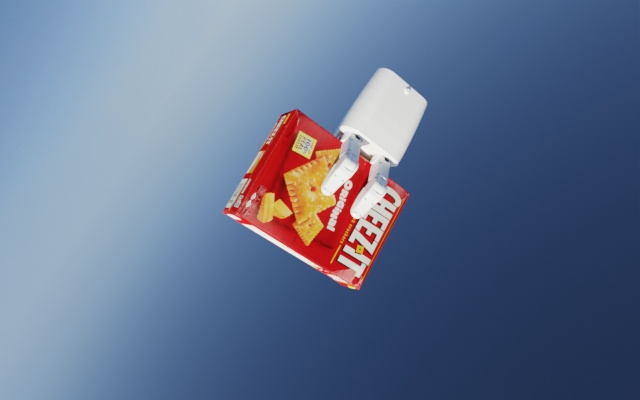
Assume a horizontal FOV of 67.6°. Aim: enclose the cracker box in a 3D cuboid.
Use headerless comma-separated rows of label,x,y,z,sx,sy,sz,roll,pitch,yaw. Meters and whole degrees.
cracker box,0.000,0.002,0.668,0.214,0.164,0.072,34,-11,-21
